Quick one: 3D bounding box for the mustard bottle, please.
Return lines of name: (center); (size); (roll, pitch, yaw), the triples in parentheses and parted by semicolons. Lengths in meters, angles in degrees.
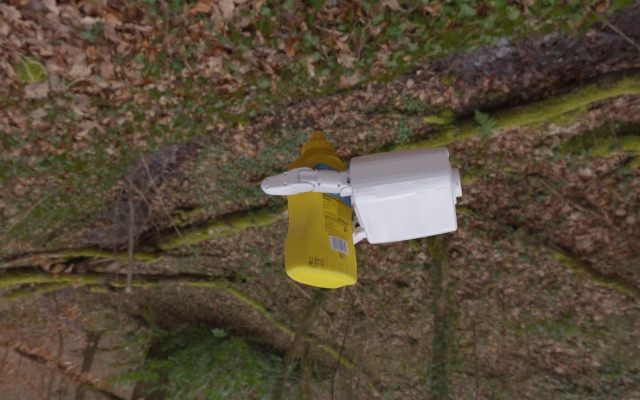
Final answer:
mustard bottle: (0.000, 0.002, 0.569); (0.058, 0.191, 0.096); (-20, -30, 36)
